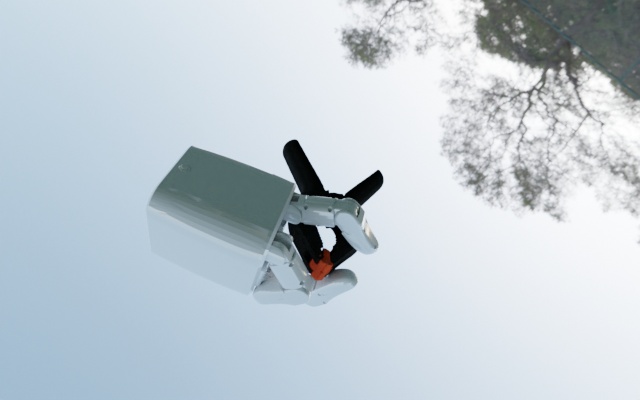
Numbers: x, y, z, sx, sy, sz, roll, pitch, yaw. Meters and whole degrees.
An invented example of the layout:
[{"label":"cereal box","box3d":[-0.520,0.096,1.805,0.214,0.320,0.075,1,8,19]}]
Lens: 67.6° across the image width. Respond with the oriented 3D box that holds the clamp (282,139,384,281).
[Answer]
[{"label":"clamp","box3d":[0.000,0.002,0.493,0.120,0.039,0.171,20,40,0]}]
